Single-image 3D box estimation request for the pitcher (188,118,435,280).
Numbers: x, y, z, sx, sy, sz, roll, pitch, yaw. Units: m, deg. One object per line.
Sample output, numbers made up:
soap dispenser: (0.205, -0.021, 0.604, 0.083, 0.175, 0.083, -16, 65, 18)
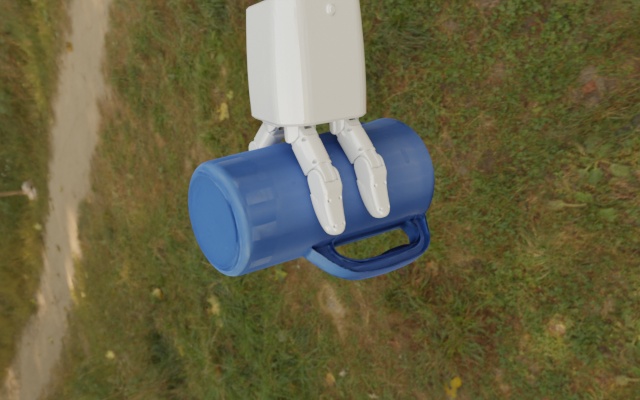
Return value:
pitcher: (0.000, 0.001, 0.495, 0.243, 0.145, 0.149, -16, 22, -37)
